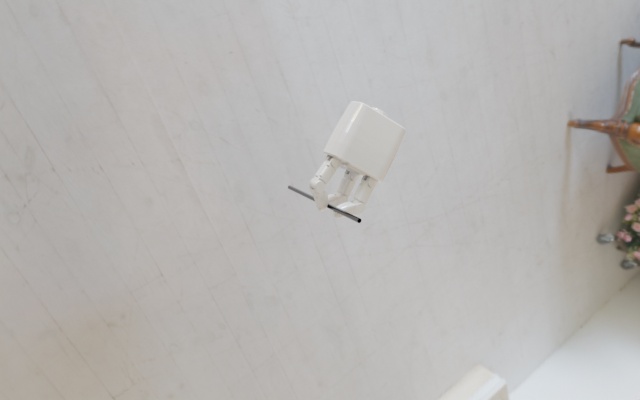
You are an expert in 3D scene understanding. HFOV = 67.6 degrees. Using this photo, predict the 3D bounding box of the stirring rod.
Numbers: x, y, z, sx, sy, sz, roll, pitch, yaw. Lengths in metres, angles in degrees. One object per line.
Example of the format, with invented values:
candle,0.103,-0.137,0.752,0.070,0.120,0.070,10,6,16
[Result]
stirring rod,0.000,0.003,0.863,0.011,0.011,0.239,0,14,-32
